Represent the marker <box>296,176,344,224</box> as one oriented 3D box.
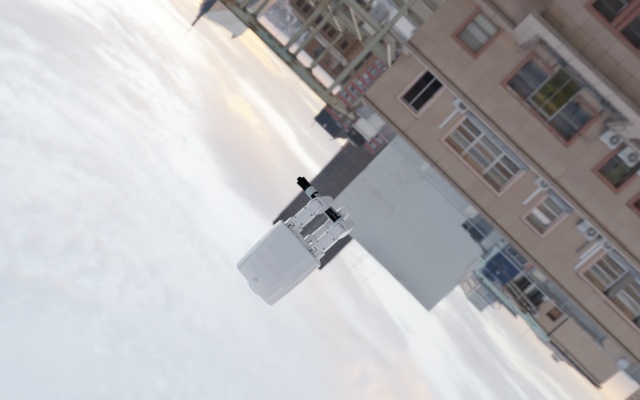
[{"bbox_3d":[0.000,0.003,0.831,0.020,0.121,0.020,-39,-15,-12],"label":"marker"}]
